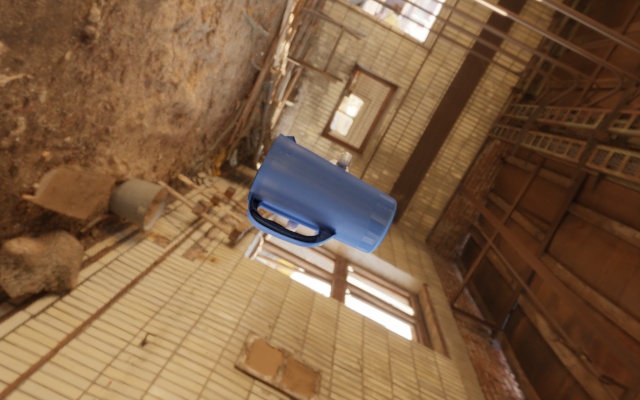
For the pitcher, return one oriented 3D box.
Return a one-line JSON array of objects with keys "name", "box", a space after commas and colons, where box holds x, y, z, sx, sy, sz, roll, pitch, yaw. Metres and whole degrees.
[{"name": "pitcher", "box": [0.000, 0.003, 0.830, 0.243, 0.149, 0.145, 27, 14, -2]}]
